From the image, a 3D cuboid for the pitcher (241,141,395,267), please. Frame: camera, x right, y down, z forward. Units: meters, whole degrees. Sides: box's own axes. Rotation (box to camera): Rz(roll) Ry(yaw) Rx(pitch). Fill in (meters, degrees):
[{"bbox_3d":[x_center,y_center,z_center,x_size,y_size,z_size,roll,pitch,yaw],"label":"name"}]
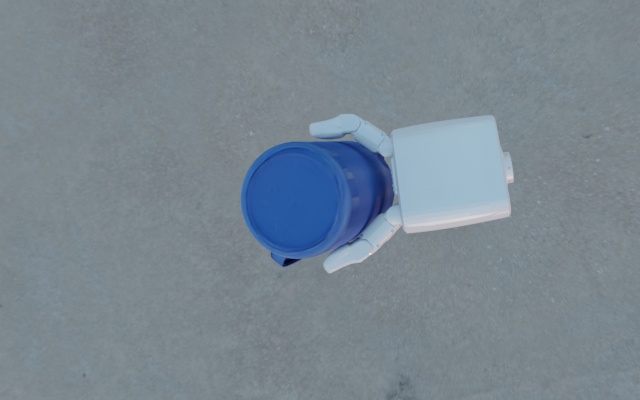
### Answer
[{"bbox_3d":[0.000,0.002,0.544,0.145,0.149,0.243,-8,2,16],"label":"pitcher"}]
